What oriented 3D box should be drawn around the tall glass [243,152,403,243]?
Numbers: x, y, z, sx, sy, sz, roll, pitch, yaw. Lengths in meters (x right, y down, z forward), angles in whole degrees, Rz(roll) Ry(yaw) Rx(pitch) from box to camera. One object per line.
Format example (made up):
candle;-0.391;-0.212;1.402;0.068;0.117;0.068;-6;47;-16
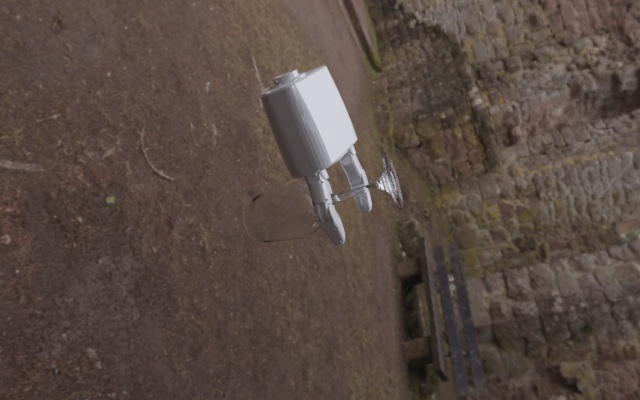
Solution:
tall glass;0.001;0.002;0.624;0.201;0.079;0.079;-17;-5;18
